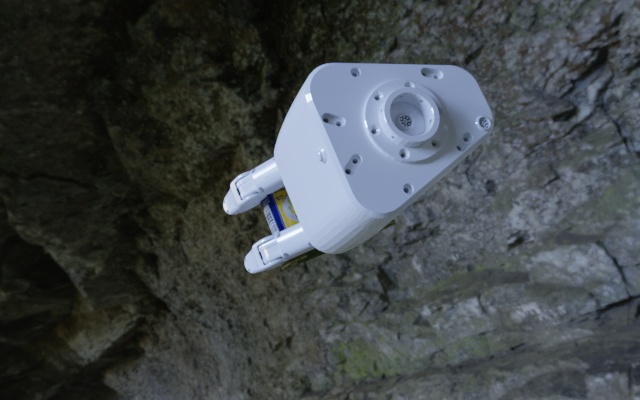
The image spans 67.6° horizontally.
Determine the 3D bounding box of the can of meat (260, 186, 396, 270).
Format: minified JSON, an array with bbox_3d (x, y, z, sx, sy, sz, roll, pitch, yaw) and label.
[{"bbox_3d":[0.000,0.001,0.412,0.102,0.084,0.057,-21,-8,-13],"label":"can of meat"}]
